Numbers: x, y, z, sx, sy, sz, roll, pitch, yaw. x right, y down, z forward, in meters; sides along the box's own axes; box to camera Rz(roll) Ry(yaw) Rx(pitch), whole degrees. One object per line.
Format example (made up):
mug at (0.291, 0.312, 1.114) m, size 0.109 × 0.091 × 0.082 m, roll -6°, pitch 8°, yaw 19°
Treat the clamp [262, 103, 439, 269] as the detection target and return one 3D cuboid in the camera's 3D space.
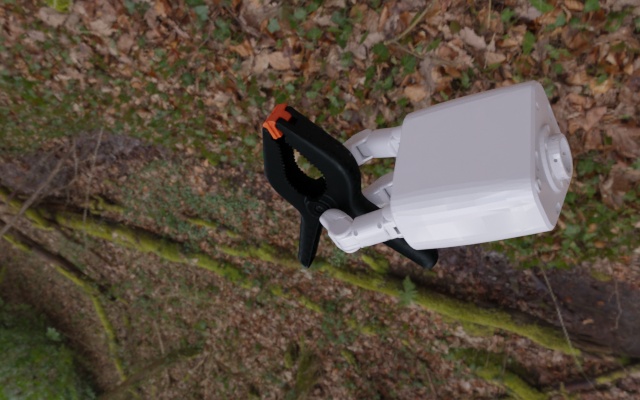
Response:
clamp at (0.000, 0.002, 0.468) m, size 0.164 × 0.036 × 0.210 m, roll -13°, pitch -53°, yaw 38°
